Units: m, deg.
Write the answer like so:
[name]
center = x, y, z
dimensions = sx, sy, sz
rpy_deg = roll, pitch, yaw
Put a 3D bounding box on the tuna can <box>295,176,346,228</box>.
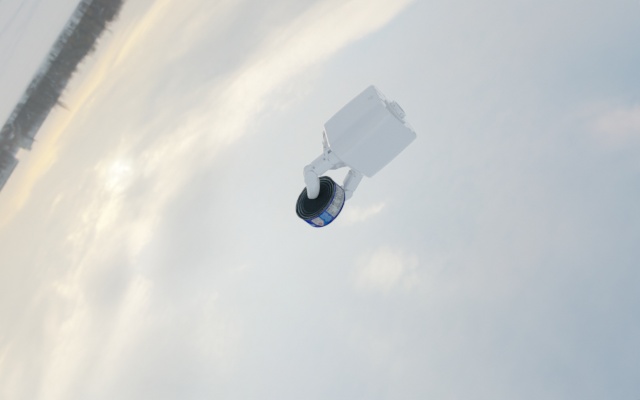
[tuna can]
center = 0.000, 0.003, 0.807
dimensions = 0.086, 0.086, 0.034
rpy_deg = 0, -31, 48
